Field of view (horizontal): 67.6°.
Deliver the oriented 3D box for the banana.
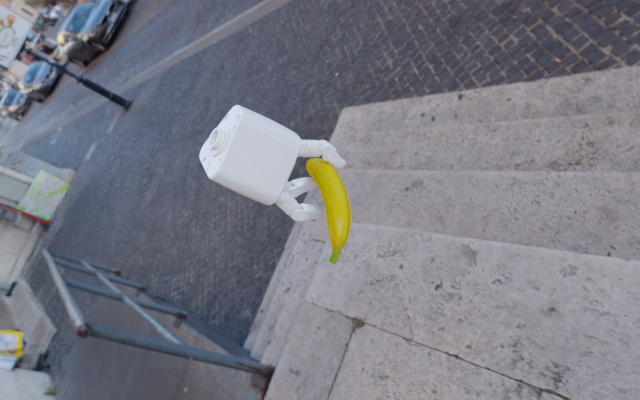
[{"bbox_3d":[0.012,-0.005,0.735,0.037,0.197,0.070,19,-46,-36],"label":"banana"}]
